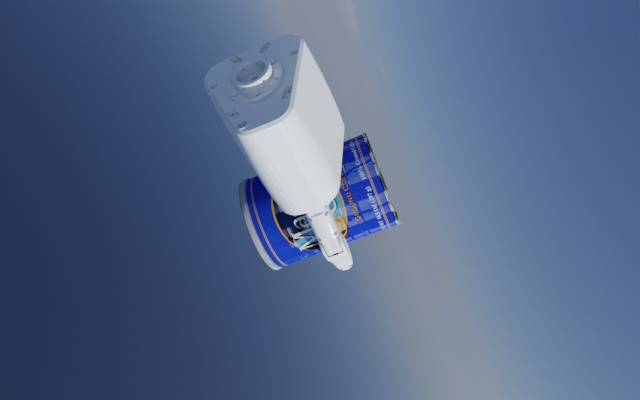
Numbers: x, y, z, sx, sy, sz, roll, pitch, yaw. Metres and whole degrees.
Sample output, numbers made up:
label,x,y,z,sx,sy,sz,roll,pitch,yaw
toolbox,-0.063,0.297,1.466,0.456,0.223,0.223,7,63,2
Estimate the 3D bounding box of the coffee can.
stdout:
label,x,y,z,sx,sy,sz,roll,pitch,yaw
coffee can,0.000,0.002,0.503,0.140,0.103,0.103,-21,-3,7
